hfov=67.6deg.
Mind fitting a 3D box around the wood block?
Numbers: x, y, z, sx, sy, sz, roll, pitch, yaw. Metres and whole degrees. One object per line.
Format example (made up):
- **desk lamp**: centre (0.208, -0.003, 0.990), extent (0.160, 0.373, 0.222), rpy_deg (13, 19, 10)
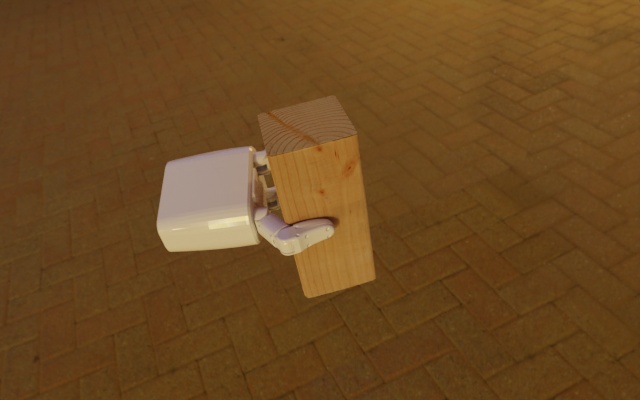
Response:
- **wood block**: centre (0.000, 0.002, 0.542), extent (0.090, 0.206, 0.090), rpy_deg (-15, 39, -4)
